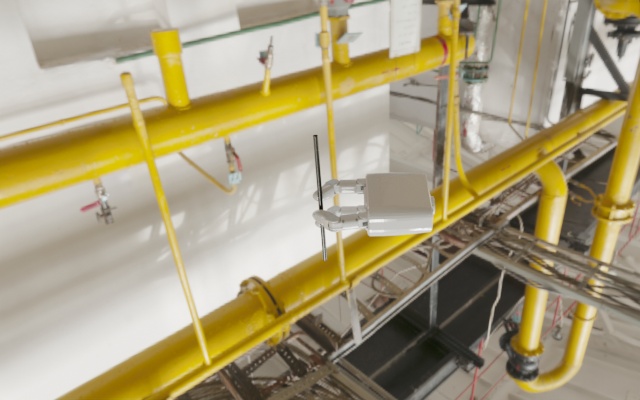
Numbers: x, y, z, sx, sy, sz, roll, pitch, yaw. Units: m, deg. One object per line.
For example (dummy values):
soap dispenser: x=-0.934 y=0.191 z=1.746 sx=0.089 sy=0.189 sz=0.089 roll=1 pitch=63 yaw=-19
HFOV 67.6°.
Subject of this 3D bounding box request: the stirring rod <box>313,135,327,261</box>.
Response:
stirring rod: x=0.000 y=0.003 z=0.811 sx=0.011 sy=0.240 sz=0.011 roll=-3 pitch=29 yaw=2
